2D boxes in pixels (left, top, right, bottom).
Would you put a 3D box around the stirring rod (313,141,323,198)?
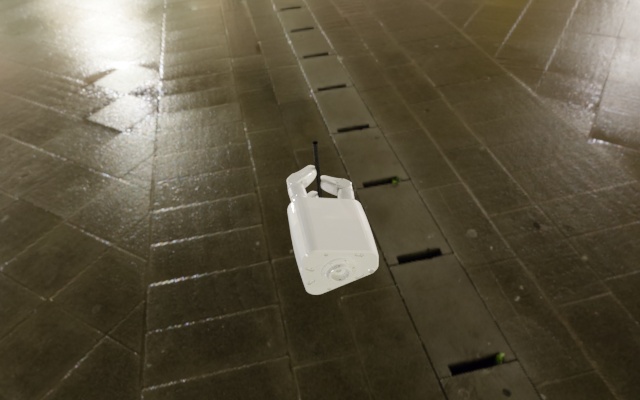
[{"bbox_3d":[0.000,0.003,0.797,0.011,0.240,0.011,-3,42,3],"label":"stirring rod"}]
